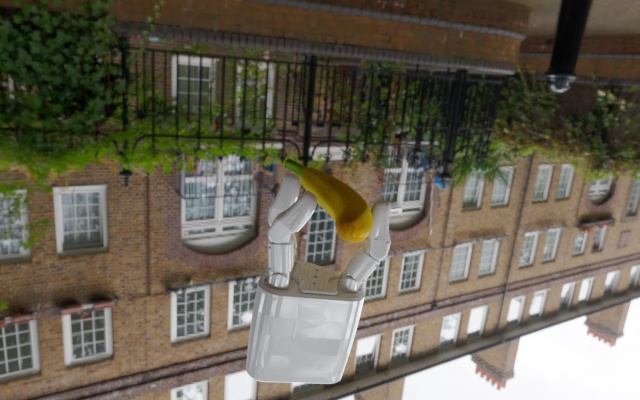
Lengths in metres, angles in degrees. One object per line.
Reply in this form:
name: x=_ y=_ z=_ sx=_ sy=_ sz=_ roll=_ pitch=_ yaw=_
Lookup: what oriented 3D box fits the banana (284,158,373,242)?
banana: x=0.016 y=0.004 z=0.500 sx=0.069 sy=0.037 sz=0.197 roll=13 pitch=15 yaw=-25
